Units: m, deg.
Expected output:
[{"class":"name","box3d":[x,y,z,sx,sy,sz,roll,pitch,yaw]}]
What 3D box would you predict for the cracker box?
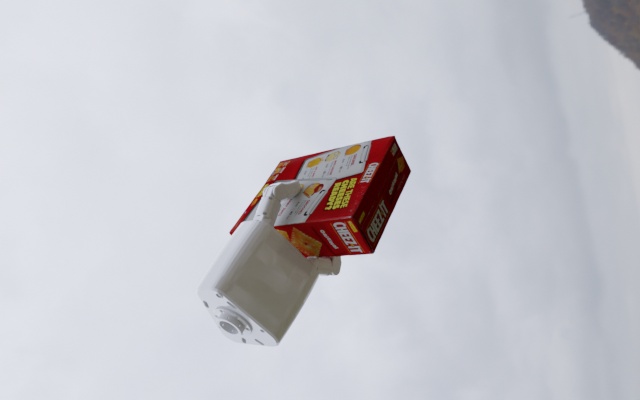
[{"class":"cracker box","box3d":[0.000,0.002,0.666,0.214,0.072,0.164,-8,37,38]}]
